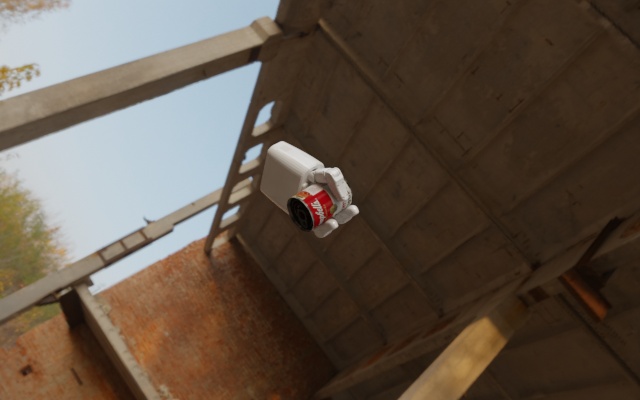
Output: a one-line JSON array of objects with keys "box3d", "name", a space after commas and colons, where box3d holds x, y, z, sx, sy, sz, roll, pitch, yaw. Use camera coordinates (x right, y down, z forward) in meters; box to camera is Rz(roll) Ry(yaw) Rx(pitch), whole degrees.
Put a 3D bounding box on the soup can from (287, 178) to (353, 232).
[{"box3d": [0.001, 0.003, 0.855, 0.102, 0.068, 0.068, -31, 18, -33], "name": "soup can"}]
